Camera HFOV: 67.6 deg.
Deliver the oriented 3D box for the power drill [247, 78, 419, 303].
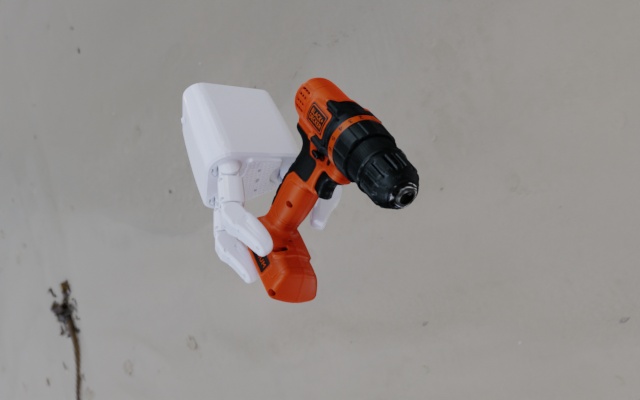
[{"bbox_3d":[0.000,0.002,0.435,0.057,0.188,0.184,12,29,-31],"label":"power drill"}]
